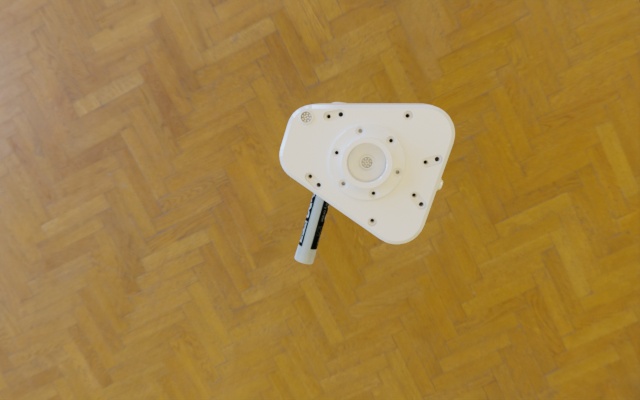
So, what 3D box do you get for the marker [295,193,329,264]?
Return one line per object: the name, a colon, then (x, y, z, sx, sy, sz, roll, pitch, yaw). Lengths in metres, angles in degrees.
marker: (0.000, 0.001, 0.454, 0.020, 0.121, 0.020, 16, 9, -3)
